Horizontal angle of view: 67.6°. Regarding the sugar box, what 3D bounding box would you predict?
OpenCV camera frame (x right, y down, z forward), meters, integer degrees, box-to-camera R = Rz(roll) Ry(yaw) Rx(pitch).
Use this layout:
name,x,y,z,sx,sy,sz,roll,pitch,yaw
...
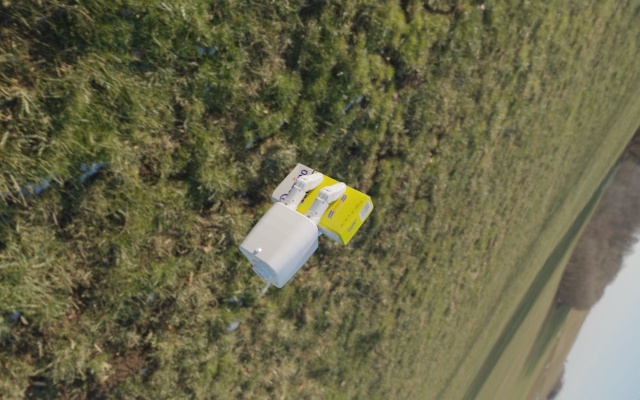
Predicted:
name,x,y,z,sx,sy,sz,roll,pitch,yaw
sugar box,0.000,0.003,0.885,0.176,0.093,0.048,27,-22,31
